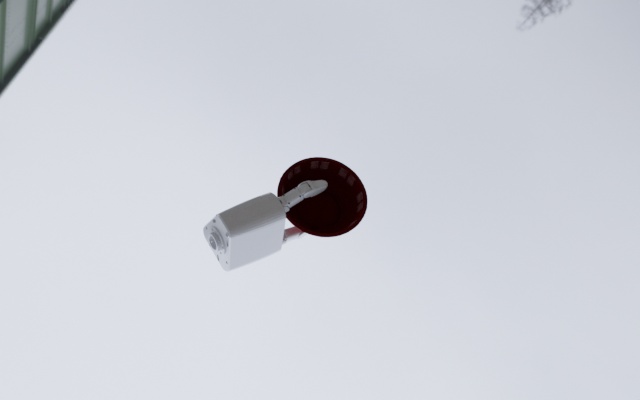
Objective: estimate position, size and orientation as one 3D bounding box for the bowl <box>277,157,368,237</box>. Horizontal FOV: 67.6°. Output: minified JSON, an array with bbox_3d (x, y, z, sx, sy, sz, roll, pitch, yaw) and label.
[{"bbox_3d":[0.001,0.003,0.860,0.162,0.162,0.055,0,-28,-11],"label":"bowl"}]
